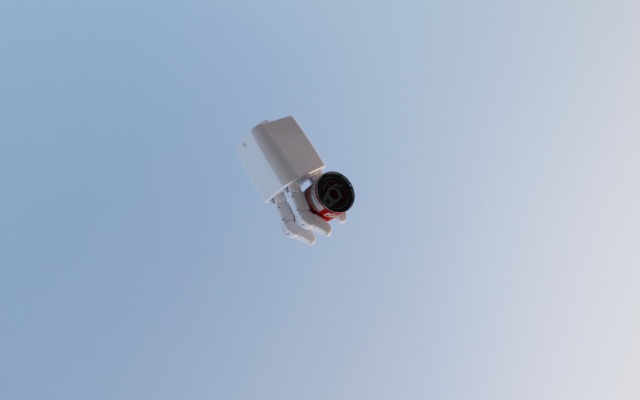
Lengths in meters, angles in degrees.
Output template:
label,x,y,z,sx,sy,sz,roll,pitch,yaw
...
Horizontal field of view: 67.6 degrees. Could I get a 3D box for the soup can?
label,x,y,z,sx,sy,sz,roll,pitch,yaw
soup can,0.000,0.003,0.773,0.068,0.068,0.102,0,-19,-30
